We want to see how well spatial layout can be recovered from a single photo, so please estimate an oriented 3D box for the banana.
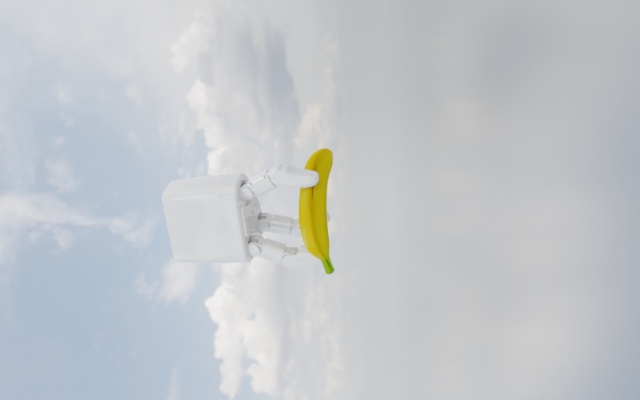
[{"bbox_3d":[-0.005,-0.005,0.633,0.037,0.197,0.070,-6,-34,13],"label":"banana"}]
